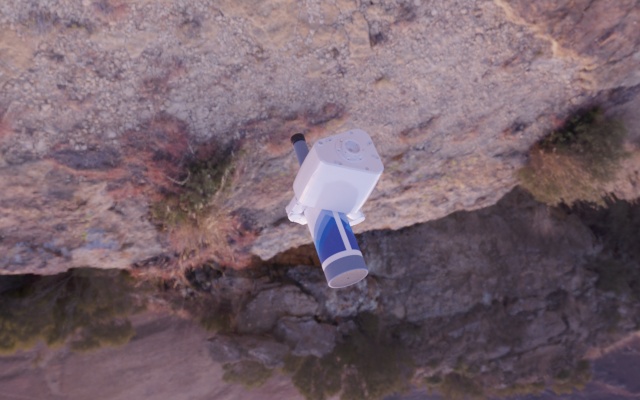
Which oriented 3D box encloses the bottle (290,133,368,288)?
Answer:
[{"bbox_3d":[0.000,0.003,0.825,0.069,0.295,0.069,-15,-30,-9],"label":"bottle"}]
